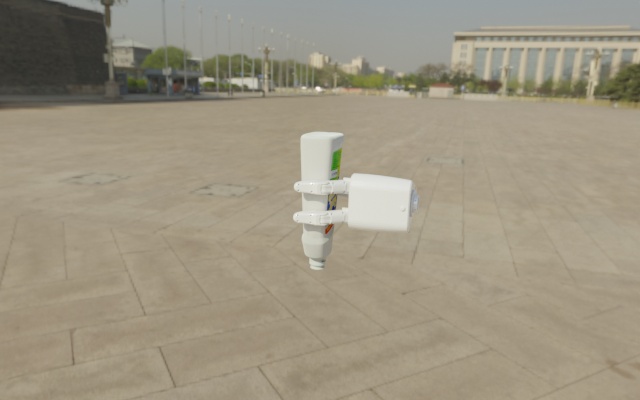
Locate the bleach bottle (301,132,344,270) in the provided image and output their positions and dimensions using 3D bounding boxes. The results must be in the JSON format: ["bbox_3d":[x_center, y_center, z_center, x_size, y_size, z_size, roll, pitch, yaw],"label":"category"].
[{"bbox_3d":[0.000,0.003,0.886,0.068,0.251,0.102,6,14,16],"label":"bleach bottle"}]
